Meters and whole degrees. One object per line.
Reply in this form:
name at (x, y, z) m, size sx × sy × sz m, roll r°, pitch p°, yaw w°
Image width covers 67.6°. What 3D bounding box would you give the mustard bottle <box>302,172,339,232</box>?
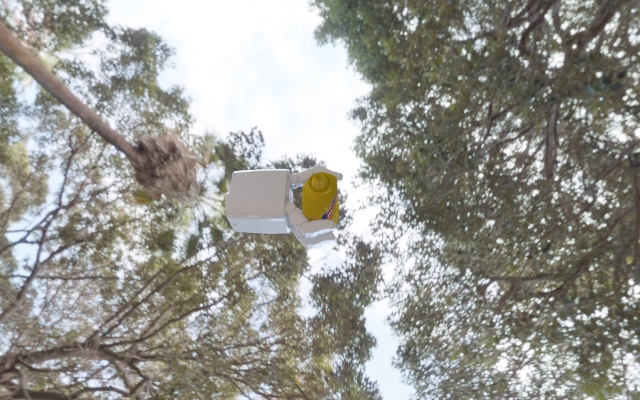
mustard bottle at (0.000, 0.003, 0.866) m, size 0.058 × 0.096 × 0.192 m, roll 21°, pitch -23°, yaw 12°
